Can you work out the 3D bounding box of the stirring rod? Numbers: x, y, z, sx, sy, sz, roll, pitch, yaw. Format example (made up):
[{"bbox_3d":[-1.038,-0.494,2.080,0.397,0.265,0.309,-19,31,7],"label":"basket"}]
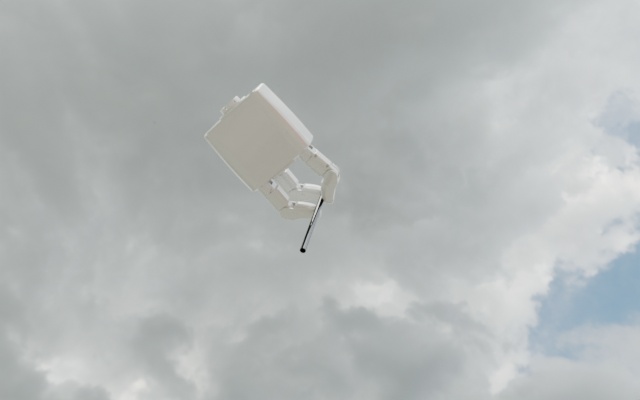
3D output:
[{"bbox_3d":[0.000,0.002,0.705,0.011,0.011,0.239,0,31,13],"label":"stirring rod"}]
